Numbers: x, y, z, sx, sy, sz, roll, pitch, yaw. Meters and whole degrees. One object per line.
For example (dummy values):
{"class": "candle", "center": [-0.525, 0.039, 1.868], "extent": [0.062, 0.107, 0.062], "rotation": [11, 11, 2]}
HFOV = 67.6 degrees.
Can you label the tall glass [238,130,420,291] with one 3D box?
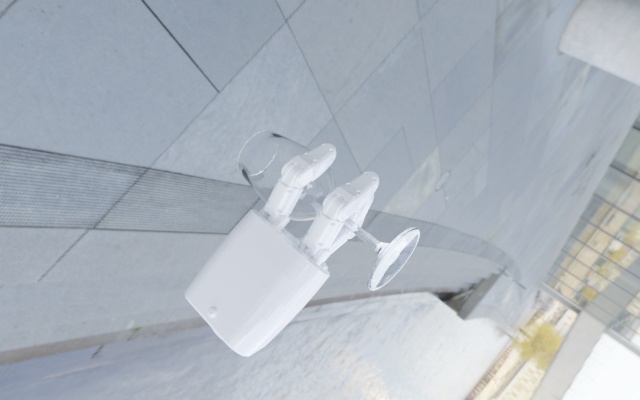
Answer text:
{"class": "tall glass", "center": [0.001, 0.002, 0.495], "extent": [0.201, 0.079, 0.079], "rotation": [38, 20, 27]}
